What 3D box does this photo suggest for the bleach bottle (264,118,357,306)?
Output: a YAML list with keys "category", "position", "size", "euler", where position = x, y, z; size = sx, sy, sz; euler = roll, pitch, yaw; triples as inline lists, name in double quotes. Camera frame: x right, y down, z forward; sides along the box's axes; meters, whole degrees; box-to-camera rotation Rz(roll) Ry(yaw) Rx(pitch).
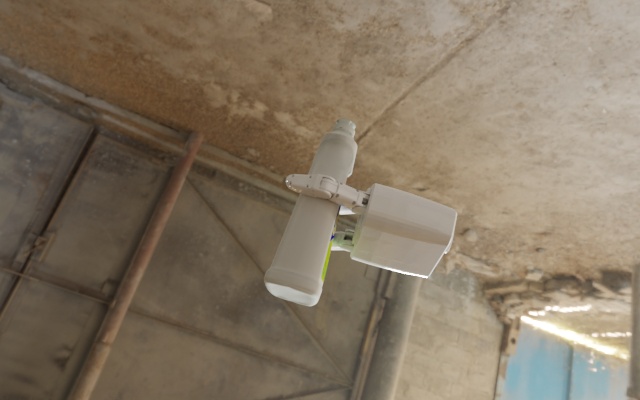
- category: "bleach bottle"
  position: [0.000, 0.002, 0.613]
  size: [0.068, 0.250, 0.103]
  euler: [16, -21, 4]
